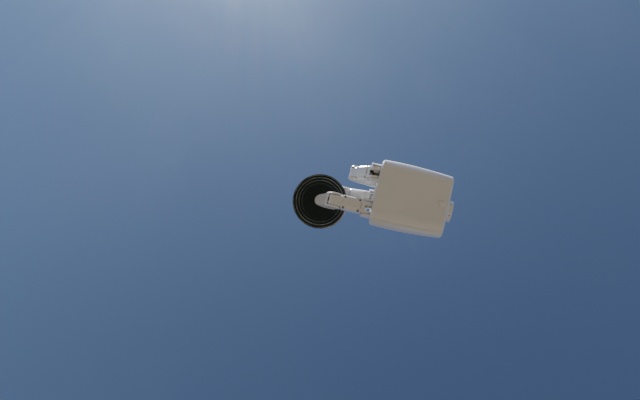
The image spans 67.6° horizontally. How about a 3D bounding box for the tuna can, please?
[{"bbox_3d":[0.000,0.003,0.765,0.086,0.086,0.034,0,-6,5],"label":"tuna can"}]
